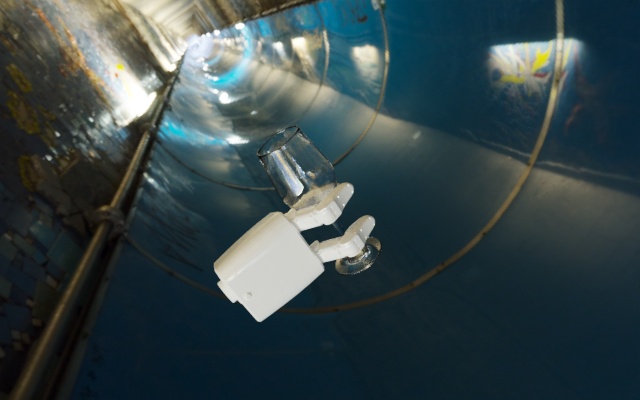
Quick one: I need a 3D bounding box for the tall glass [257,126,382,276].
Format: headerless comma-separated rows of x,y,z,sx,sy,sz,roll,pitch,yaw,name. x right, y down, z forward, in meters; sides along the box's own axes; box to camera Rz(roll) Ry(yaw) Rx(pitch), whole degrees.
0.001,0.002,0.620,0.079,0.201,0.079,-29,24,14,tall glass
